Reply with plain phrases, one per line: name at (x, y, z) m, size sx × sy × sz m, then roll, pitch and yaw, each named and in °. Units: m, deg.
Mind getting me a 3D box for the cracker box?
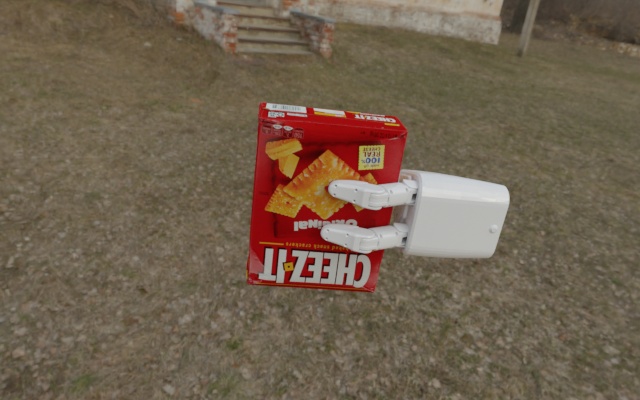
cracker box at (0.000, 0.002, 0.570) m, size 0.164 × 0.214 × 0.072 m, roll 5°, pitch 24°, yaw -6°
